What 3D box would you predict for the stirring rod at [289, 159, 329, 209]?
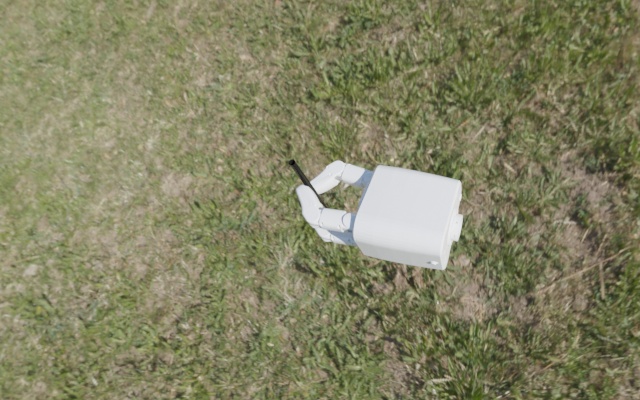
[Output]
[{"bbox_3d":[0.000,0.002,0.661,0.011,0.011,0.240,0,-23,17],"label":"stirring rod"}]
